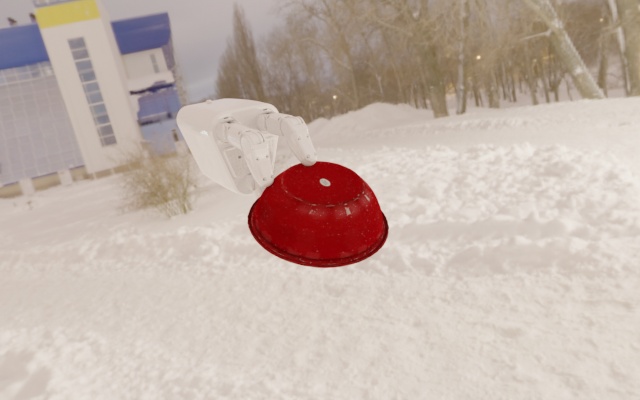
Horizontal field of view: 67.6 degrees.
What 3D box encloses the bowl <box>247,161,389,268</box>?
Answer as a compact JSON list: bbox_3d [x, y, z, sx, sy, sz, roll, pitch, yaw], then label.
[{"bbox_3d":[0.001,0.002,0.533,0.162,0.055,0.162,4,34,-3],"label":"bowl"}]
